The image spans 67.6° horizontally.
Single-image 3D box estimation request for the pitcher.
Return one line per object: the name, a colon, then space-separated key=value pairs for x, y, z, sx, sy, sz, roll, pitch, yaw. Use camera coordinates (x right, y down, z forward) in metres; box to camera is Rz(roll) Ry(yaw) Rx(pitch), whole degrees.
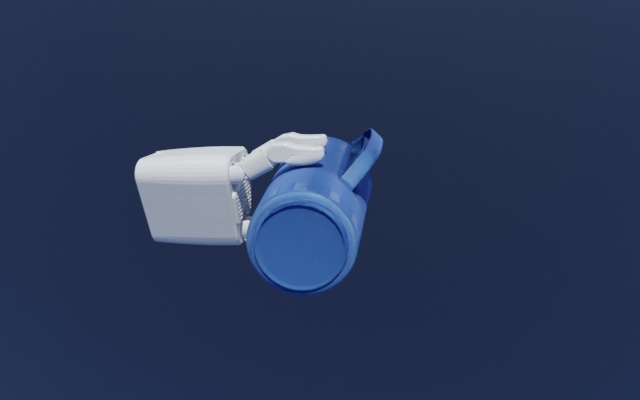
pitcher: x=0.000 y=0.002 z=0.556 sx=0.145 sy=0.149 sz=0.242 roll=1 pitch=17 yaw=6
